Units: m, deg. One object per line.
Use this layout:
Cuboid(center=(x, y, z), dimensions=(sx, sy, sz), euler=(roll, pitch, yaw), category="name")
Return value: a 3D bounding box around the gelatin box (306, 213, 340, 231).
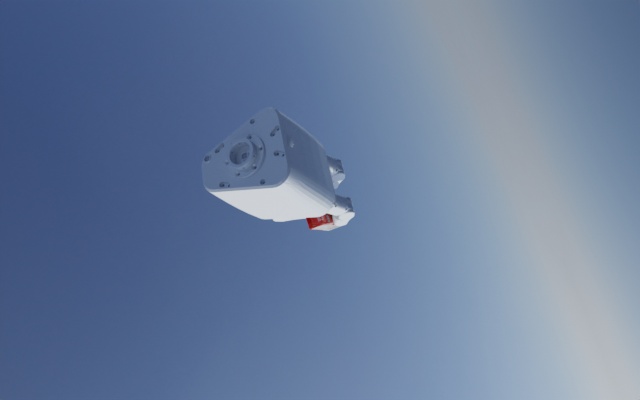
Cuboid(center=(0.000, 0.002, 0.657), dimensions=(0.030, 0.073, 0.089), euler=(-19, -10, 15), category="gelatin box")
